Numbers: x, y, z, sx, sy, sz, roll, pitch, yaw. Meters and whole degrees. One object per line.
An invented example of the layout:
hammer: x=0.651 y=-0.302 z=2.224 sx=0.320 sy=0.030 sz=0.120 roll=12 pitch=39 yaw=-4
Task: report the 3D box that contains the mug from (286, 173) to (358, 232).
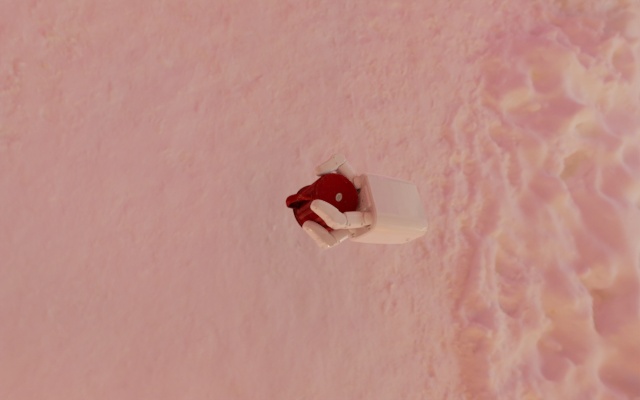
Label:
mug: x=-0.001 y=0.002 z=0.795 sx=0.117 sy=0.093 sz=0.081 roll=8 pitch=-21 yaw=-24
